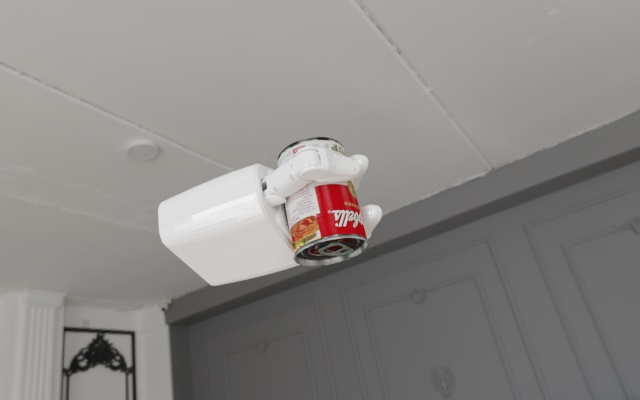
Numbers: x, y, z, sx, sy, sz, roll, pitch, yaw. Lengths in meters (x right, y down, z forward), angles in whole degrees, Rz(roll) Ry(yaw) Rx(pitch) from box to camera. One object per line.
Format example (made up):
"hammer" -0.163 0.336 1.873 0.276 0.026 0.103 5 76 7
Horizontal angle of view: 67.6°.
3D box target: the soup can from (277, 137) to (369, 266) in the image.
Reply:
"soup can" 0.000 0.001 0.442 0.068 0.102 0.068 -10 -25 -5
